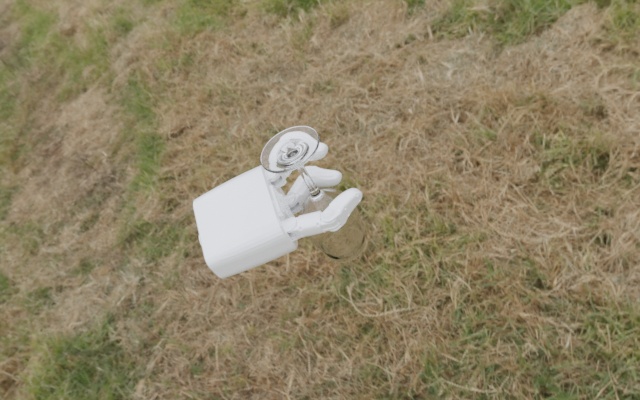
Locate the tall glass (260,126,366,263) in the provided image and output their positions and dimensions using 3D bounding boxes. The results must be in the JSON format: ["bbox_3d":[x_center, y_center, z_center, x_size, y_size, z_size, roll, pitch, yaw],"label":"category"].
[{"bbox_3d":[0.000,0.002,0.616,0.079,0.079,0.201,0,-38,28],"label":"tall glass"}]
